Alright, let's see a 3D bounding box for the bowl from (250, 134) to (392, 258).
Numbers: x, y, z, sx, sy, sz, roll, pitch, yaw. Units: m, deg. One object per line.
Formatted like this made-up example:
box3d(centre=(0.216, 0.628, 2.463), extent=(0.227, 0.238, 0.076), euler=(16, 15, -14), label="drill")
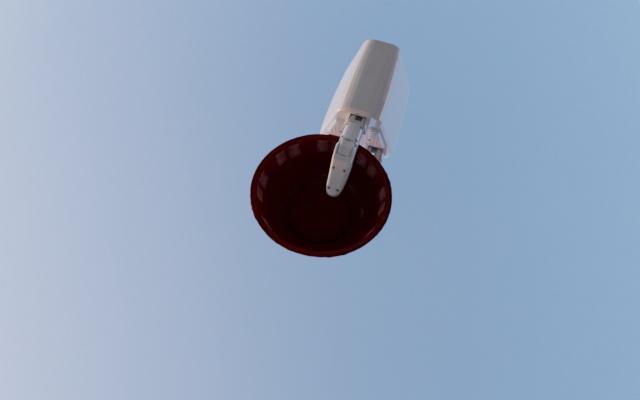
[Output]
box3d(centre=(-0.001, 0.003, 0.563), extent=(0.162, 0.162, 0.055), euler=(0, -29, -3), label="bowl")
